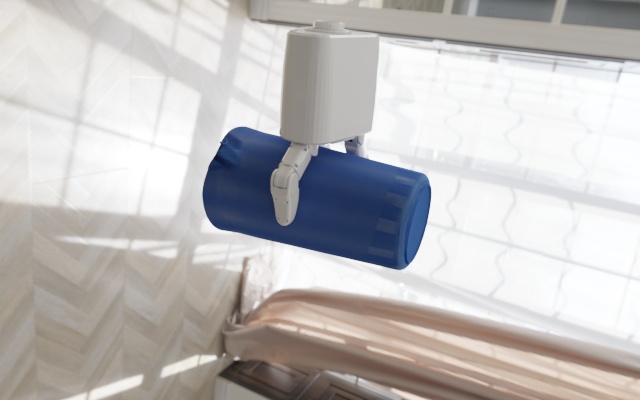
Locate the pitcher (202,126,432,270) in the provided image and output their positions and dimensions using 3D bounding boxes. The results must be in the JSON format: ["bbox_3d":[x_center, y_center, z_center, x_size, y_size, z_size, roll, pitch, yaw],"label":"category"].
[{"bbox_3d":[0.000,0.002,0.562,0.243,0.145,0.149,14,25,23],"label":"pitcher"}]
